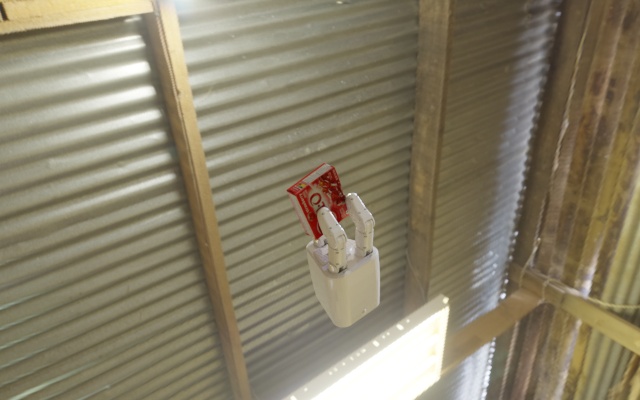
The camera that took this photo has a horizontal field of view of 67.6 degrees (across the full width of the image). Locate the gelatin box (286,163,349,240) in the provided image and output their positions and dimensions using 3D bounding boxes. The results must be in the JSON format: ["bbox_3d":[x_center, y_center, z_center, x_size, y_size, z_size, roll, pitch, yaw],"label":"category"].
[{"bbox_3d":[0.000,0.002,0.697,0.073,0.089,0.030,-37,35,-20],"label":"gelatin box"}]
